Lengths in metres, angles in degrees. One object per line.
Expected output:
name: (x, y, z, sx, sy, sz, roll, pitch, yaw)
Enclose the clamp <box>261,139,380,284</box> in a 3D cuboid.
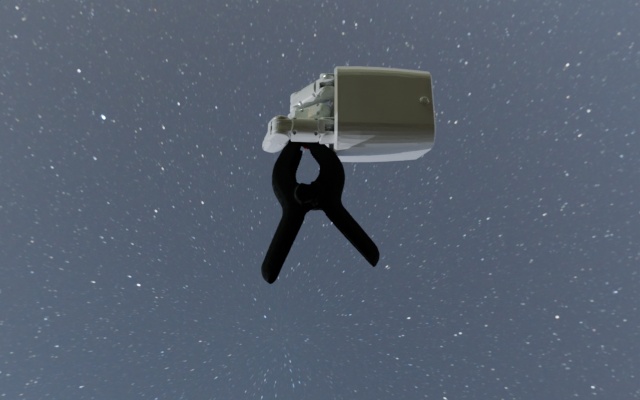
clamp: (0.000, 0.002, 0.504, 0.120, 0.171, 0.039, 0, -16, 3)
